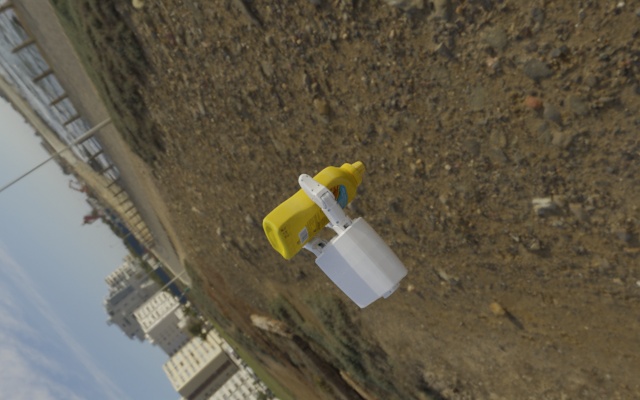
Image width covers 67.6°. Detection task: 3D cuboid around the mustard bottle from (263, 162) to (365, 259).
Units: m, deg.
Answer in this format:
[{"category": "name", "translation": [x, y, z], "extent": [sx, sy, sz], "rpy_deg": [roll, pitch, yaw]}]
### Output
[{"category": "mustard bottle", "translation": [0.000, 0.002, 0.746], "extent": [0.058, 0.191, 0.096], "rpy_deg": [38, -23, 29]}]
